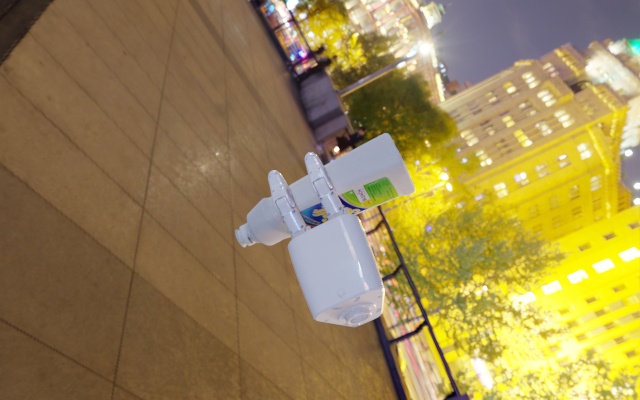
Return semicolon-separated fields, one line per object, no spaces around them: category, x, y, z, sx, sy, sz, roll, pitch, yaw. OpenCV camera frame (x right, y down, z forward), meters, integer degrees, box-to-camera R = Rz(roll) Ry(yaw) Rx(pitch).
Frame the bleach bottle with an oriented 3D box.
bleach bottle;0.000;0.002;0.666;0.251;0.068;0.103;-27;-32;9
